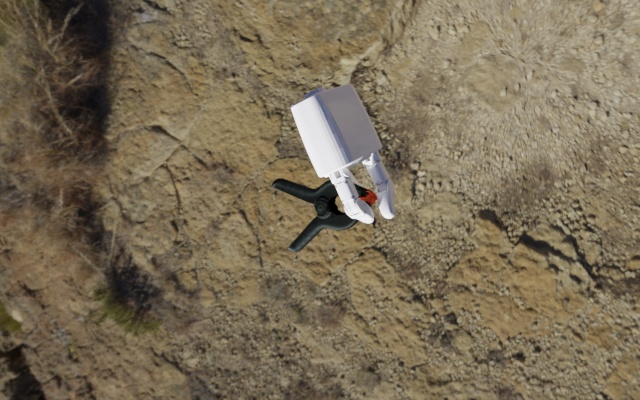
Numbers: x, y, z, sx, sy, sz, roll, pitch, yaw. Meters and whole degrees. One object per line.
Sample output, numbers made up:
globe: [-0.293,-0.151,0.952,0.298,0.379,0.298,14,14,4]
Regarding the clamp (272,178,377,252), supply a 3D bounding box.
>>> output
clamp: [0.000,0.003,0.734,0.171,0.120,0.039,-23,5,26]
